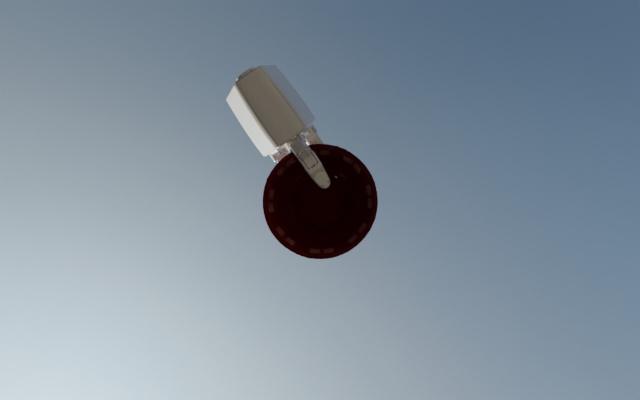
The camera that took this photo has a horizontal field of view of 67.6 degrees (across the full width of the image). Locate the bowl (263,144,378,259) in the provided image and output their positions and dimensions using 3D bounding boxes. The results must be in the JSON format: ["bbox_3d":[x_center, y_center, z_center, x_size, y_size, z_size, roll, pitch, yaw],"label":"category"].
[{"bbox_3d":[0.001,0.004,0.692,0.162,0.162,0.055,0,-3,2],"label":"bowl"}]
